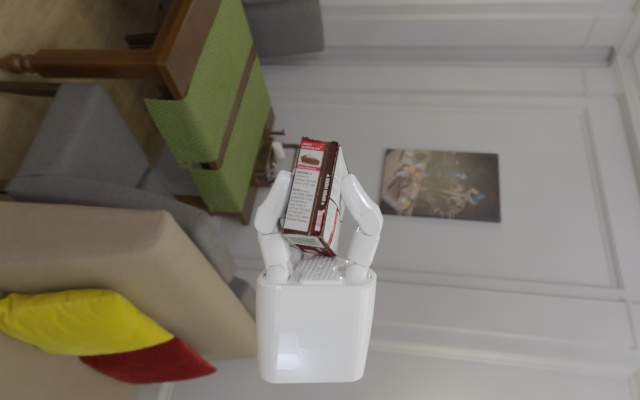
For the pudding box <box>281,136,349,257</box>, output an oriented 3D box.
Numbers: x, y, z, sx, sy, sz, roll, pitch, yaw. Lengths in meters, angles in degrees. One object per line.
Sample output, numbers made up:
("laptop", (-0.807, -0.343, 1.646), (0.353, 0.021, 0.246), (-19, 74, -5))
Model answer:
("pudding box", (0.000, 0.002, 0.457), (0.039, 0.090, 0.113), (8, -13, 9))
